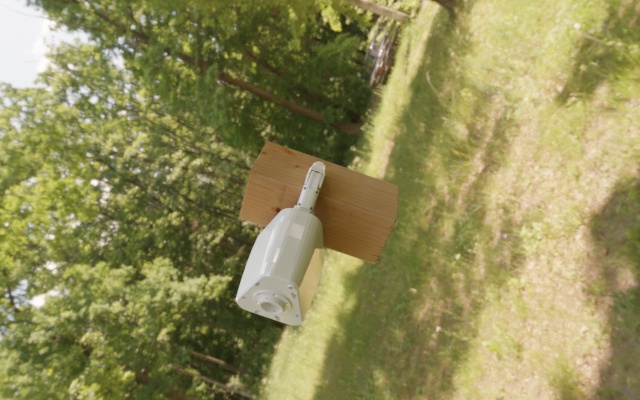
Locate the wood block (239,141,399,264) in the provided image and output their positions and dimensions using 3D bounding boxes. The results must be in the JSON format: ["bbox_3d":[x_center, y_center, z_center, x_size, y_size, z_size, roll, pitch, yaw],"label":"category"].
[{"bbox_3d":[0.000,0.002,0.692,0.206,0.091,0.090,19,35,-1],"label":"wood block"}]
